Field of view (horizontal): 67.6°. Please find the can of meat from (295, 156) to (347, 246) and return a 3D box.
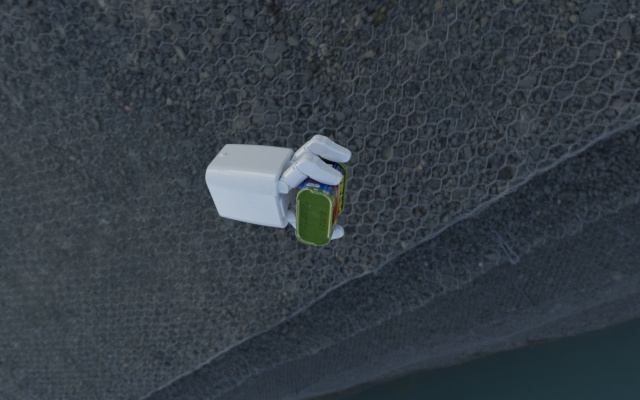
[{"bbox_3d":[0.000,0.003,0.683,0.057,0.102,0.084,10,37,10],"label":"can of meat"}]
